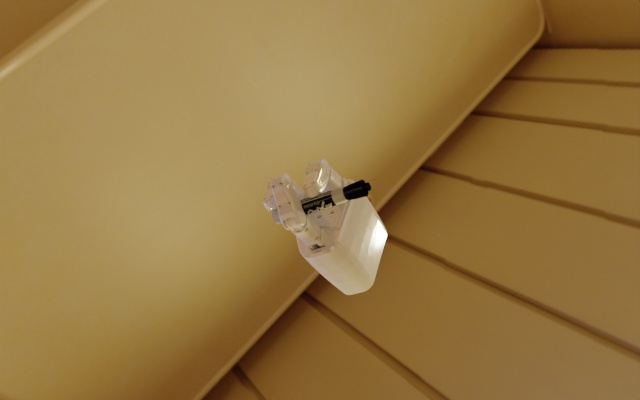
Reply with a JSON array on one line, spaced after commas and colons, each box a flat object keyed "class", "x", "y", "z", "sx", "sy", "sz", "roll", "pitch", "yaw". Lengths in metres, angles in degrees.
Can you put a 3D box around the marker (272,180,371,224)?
[{"class": "marker", "x": 0.000, "y": 0.002, "z": 0.532, "sx": 0.121, "sy": 0.020, "sz": 0.020, "roll": -18, "pitch": -8, "yaw": 25}]
